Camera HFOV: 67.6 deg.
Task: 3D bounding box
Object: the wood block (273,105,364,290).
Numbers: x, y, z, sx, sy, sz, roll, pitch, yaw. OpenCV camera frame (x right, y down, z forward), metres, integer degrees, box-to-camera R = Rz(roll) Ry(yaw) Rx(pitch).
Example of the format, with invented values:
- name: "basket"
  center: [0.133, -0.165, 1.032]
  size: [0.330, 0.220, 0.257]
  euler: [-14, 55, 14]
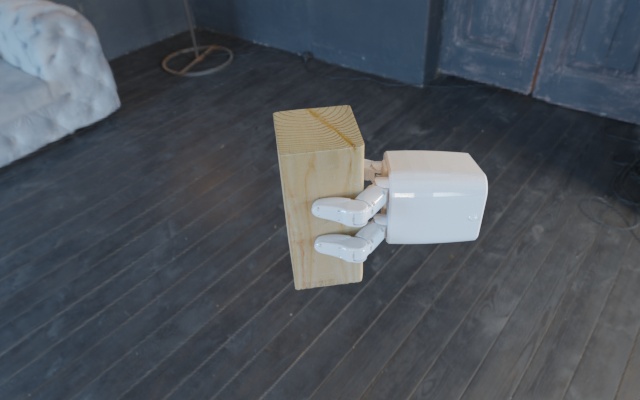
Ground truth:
- name: "wood block"
  center: [0.000, 0.002, 0.575]
  size: [0.090, 0.206, 0.090]
  euler: [-7, 39, -4]
